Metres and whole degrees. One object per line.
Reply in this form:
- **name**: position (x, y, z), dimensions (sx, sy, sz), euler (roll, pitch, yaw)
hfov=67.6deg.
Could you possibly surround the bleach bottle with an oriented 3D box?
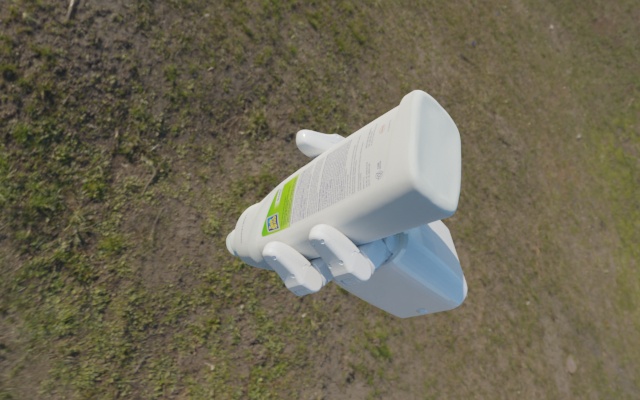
- **bleach bottle**: position (0.000, 0.001, 0.432), dimensions (0.251, 0.102, 0.068), euler (-23, -48, 41)
